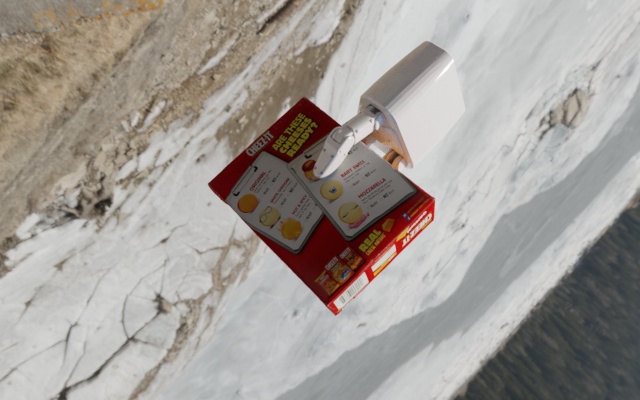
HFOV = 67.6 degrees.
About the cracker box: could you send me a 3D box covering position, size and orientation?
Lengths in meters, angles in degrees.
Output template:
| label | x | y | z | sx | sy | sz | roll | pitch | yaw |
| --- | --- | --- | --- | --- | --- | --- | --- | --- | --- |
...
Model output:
| label | x | y | z | sx | sy | sz | roll | pitch | yaw |
| --- | --- | --- | --- | --- | --- | --- | --- | --- | --- |
| cracker box | 0.000 | 0.002 | 0.563 | 0.213 | 0.164 | 0.072 | 42 | -11 | 26 |
